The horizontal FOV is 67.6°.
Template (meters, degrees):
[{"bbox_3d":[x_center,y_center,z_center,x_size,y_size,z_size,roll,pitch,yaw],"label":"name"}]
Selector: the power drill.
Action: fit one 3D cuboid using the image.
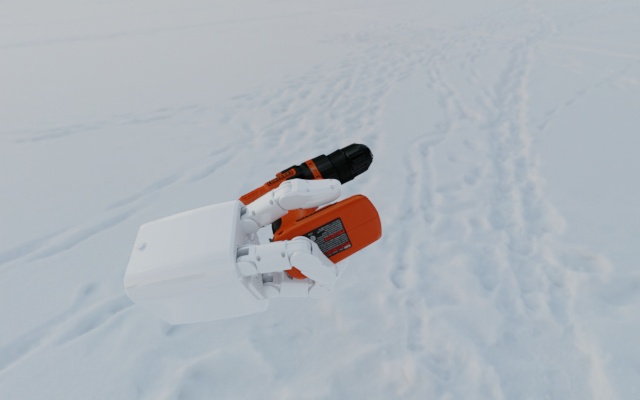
[{"bbox_3d":[0.000,0.002,0.535,0.184,0.057,0.187,-29,22,-5],"label":"power drill"}]
